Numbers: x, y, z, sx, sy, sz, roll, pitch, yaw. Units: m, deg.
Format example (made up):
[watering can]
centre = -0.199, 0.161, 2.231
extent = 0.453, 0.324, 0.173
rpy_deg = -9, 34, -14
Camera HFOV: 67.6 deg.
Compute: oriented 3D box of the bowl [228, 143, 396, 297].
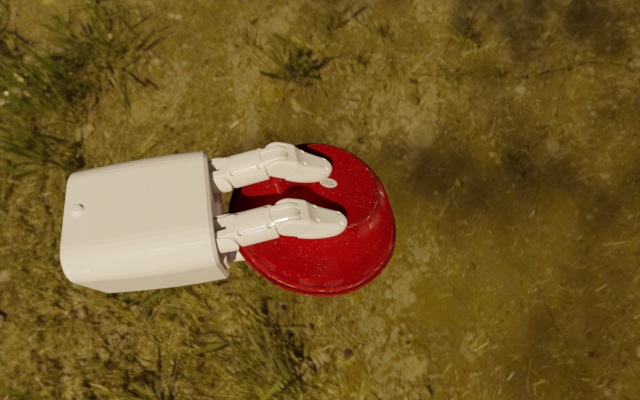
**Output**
[bowl]
centre = 0.001, 0.001, 0.431
extent = 0.162, 0.162, 0.055
rpy_deg = 0, -35, -15
